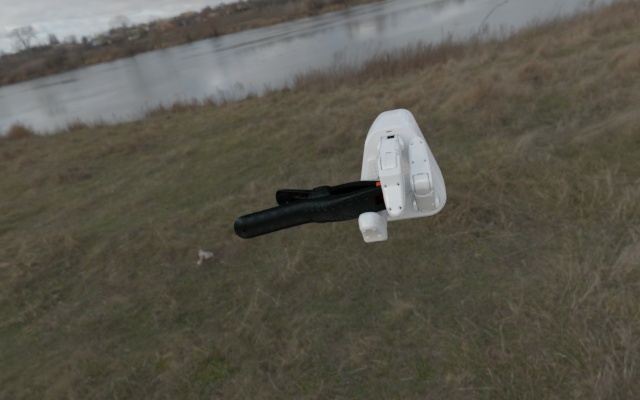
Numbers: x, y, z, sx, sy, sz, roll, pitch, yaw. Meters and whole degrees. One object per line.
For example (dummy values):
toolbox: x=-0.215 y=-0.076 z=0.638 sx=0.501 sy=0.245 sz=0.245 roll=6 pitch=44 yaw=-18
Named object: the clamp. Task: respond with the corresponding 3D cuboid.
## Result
clamp: x=0.000 y=0.001 z=0.531 sx=0.171 sy=0.039 sz=0.120 roll=-8 pitch=21 yaw=14
